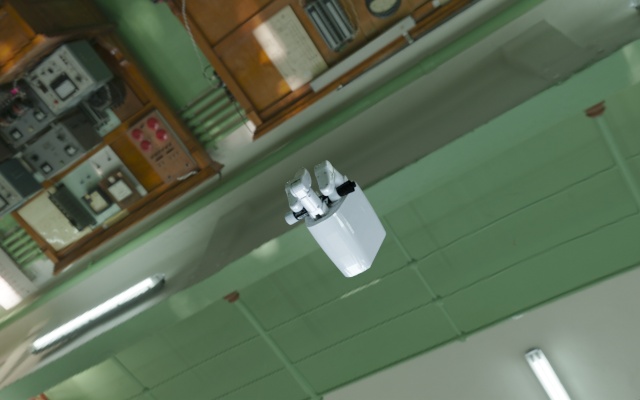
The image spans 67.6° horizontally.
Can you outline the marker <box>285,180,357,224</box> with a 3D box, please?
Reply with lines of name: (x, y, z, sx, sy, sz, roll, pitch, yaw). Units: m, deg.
marker: (0.000, 0.002, 0.707, 0.121, 0.020, 0.020, -28, -11, 22)
